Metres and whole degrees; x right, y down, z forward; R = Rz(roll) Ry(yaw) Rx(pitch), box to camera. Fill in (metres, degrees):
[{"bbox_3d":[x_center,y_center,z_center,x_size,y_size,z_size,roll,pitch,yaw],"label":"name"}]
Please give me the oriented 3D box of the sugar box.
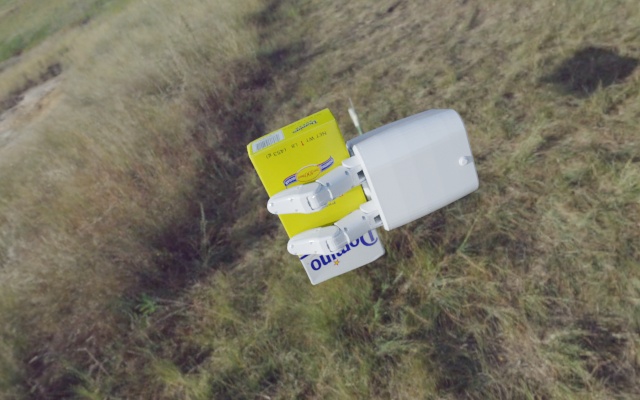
[{"bbox_3d":[0.000,0.002,0.511,0.093,0.176,0.048,-23,28,2],"label":"sugar box"}]
